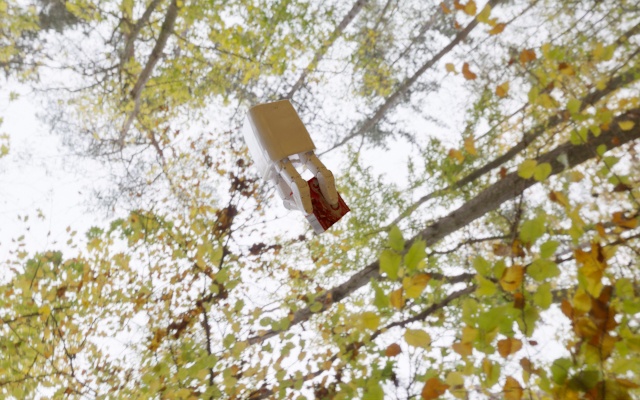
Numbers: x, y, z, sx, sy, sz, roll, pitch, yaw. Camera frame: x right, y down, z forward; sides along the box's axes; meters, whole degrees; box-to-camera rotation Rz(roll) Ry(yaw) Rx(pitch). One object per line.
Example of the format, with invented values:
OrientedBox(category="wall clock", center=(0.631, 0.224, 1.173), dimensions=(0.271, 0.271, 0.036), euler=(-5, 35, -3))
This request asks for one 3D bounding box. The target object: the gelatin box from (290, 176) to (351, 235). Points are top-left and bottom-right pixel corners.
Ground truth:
OrientedBox(category="gelatin box", center=(0.000, 0.003, 0.830), dimensions=(0.073, 0.089, 0.030), euler=(-37, 4, -38))
